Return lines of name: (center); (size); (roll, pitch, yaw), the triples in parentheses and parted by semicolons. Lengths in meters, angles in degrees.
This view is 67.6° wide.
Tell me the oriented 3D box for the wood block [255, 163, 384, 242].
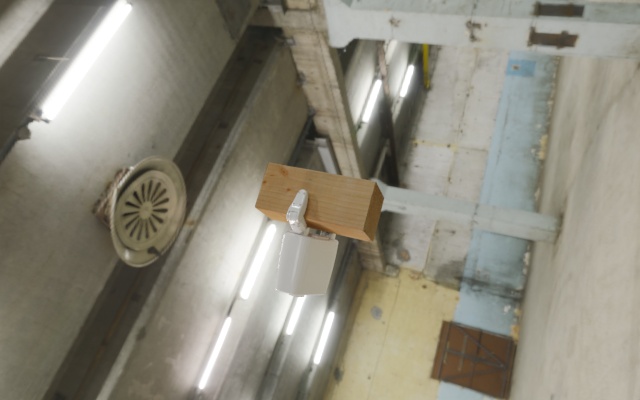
wood block: (0.000, 0.003, 0.867); (0.206, 0.090, 0.091); (11, -14, 20)
